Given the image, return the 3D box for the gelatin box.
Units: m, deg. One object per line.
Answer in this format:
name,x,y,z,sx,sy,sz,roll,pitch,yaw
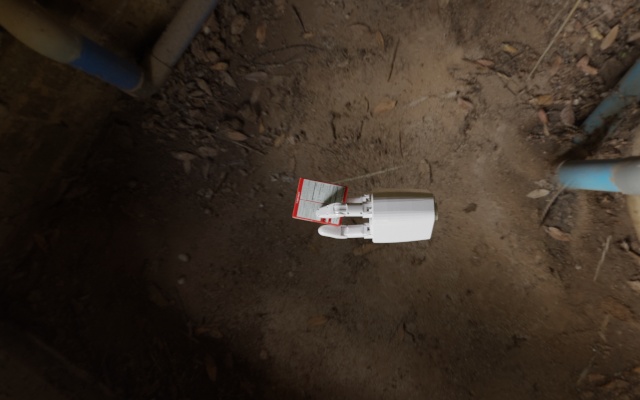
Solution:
gelatin box,0.000,0.003,0.861,0.089,0.073,0.030,11,0,4
